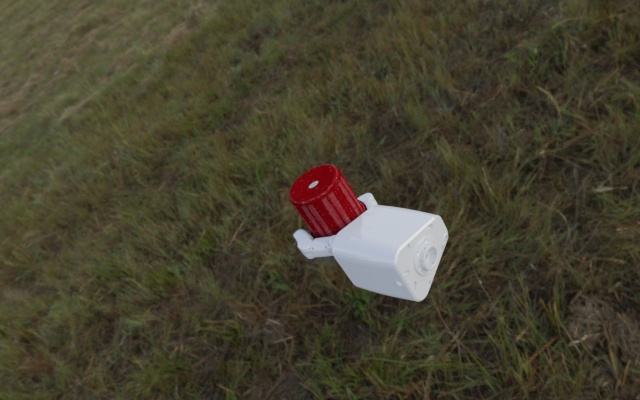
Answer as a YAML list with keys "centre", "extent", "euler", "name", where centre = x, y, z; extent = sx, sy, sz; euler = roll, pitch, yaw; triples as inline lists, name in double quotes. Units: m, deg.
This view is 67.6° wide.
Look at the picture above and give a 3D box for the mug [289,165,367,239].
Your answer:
- centre: [-0.001, 0.002, 0.691]
  extent: [0.117, 0.093, 0.081]
  euler: [8, -39, 46]
  name: "mug"
